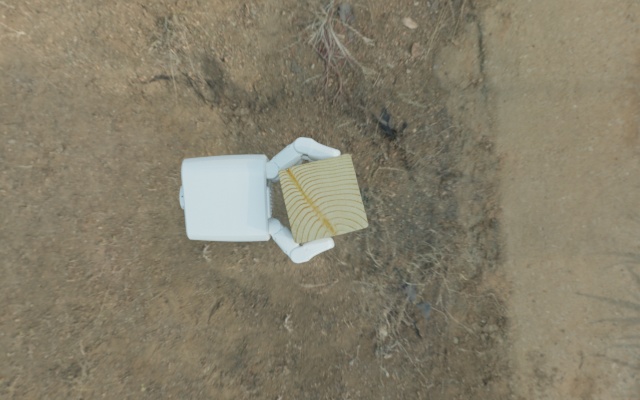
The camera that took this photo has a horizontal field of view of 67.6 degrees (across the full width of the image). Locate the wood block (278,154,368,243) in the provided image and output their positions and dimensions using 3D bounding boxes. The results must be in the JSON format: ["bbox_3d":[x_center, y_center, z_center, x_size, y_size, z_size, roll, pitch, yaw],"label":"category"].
[{"bbox_3d":[0.000,0.003,0.653,0.090,0.091,0.206,-13,-2,-2],"label":"wood block"}]
